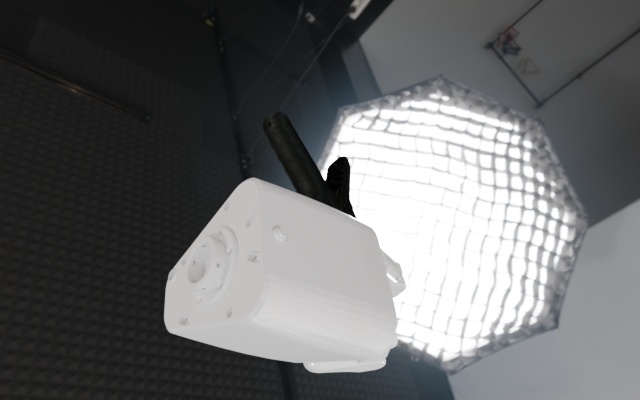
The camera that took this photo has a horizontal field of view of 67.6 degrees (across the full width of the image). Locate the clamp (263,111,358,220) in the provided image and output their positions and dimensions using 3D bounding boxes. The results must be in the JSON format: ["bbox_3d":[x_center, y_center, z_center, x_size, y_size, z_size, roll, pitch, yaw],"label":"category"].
[{"bbox_3d":[0.000,0.002,0.411,0.039,0.171,0.120,-37,-45,27],"label":"clamp"}]
